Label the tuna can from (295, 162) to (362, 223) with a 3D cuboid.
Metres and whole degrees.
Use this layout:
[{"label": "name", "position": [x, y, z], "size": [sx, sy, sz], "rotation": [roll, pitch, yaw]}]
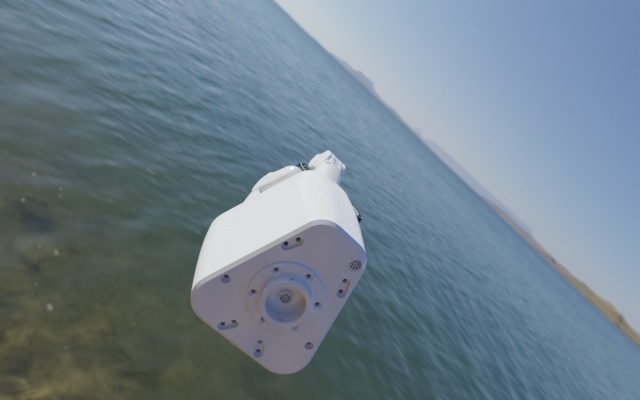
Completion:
[{"label": "tuna can", "position": [0.000, 0.001, 0.475], "size": [0.086, 0.034, 0.086], "rotation": [41, 8, -7]}]
